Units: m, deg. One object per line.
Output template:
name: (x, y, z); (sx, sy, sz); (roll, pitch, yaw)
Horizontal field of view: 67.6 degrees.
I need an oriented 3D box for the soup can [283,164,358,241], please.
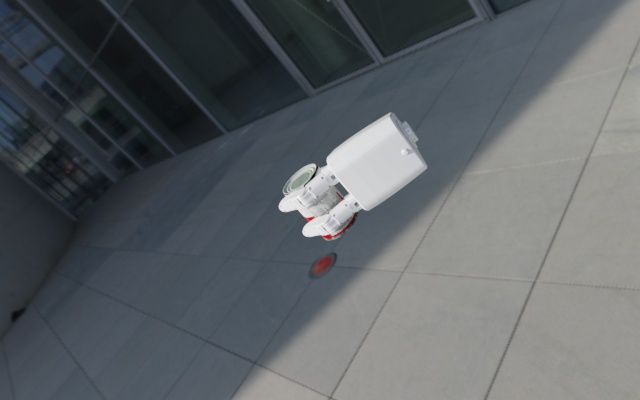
soup can: (0.000, 0.002, 0.728); (0.102, 0.068, 0.068); (48, -23, -23)
